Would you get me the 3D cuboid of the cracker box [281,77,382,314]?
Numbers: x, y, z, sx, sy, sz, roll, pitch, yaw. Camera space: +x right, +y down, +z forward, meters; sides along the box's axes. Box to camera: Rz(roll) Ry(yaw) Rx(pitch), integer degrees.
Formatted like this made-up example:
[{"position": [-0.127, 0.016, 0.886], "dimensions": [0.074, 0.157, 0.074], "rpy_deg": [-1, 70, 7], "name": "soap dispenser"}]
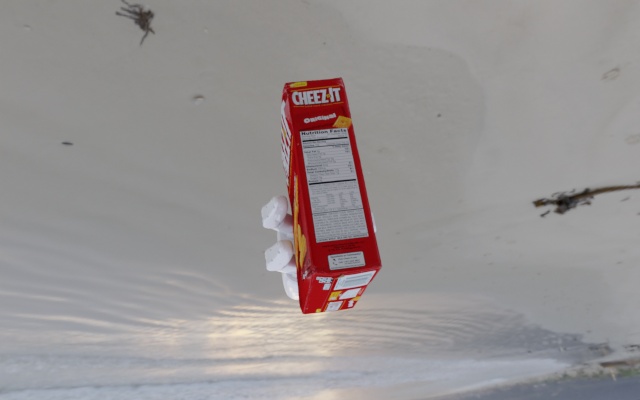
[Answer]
[{"position": [0.000, 0.002, 0.529], "dimensions": [0.072, 0.213, 0.164], "rpy_deg": [-6, -24, -8], "name": "cracker box"}]
